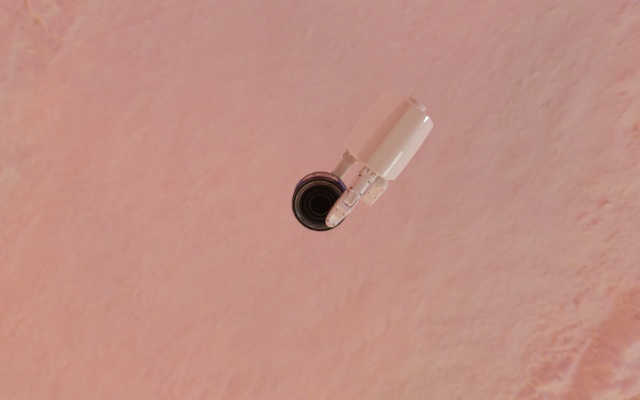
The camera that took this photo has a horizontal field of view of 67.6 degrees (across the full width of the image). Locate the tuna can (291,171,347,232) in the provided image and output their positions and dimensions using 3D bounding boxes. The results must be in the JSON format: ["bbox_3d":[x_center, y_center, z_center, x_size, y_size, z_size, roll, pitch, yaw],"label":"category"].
[{"bbox_3d":[0.000,0.003,0.707,0.086,0.086,0.033,0,17,2],"label":"tuna can"}]
